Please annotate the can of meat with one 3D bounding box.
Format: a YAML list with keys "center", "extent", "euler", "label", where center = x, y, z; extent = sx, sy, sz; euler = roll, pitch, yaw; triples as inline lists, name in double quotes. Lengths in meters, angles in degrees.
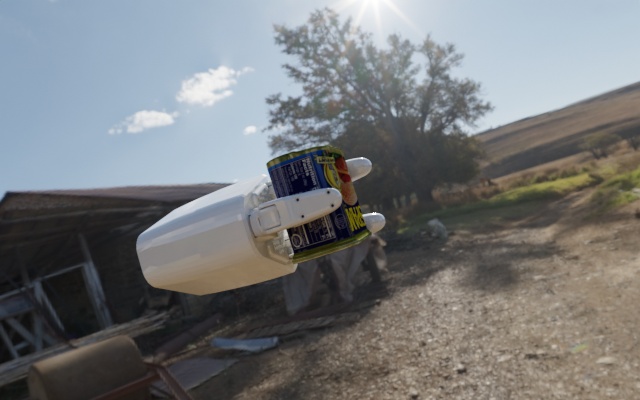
- center: [0.000, 0.001, 0.409]
  extent: [0.057, 0.084, 0.102]
  euler: [-18, -3, 14]
  label: "can of meat"
